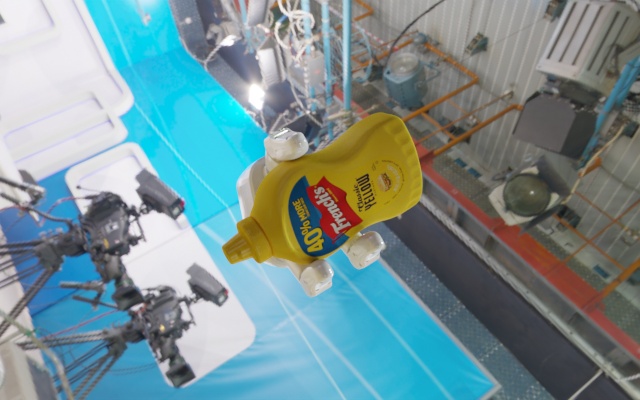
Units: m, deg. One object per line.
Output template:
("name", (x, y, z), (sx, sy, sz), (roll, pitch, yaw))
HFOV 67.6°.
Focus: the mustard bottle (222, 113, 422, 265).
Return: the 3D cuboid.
("mustard bottle", (0.000, 0.001, 0.428), (0.191, 0.096, 0.058), (-29, 30, -19))
